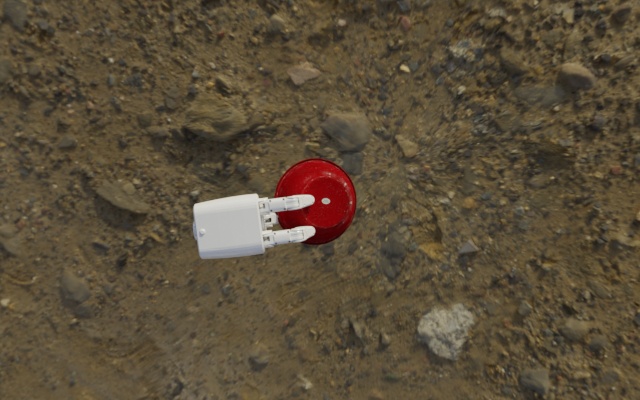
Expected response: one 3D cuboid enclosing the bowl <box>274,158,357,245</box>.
[{"bbox_3d":[0.001,0.002,0.861,0.162,0.162,0.055,0,1,-18],"label":"bowl"}]
